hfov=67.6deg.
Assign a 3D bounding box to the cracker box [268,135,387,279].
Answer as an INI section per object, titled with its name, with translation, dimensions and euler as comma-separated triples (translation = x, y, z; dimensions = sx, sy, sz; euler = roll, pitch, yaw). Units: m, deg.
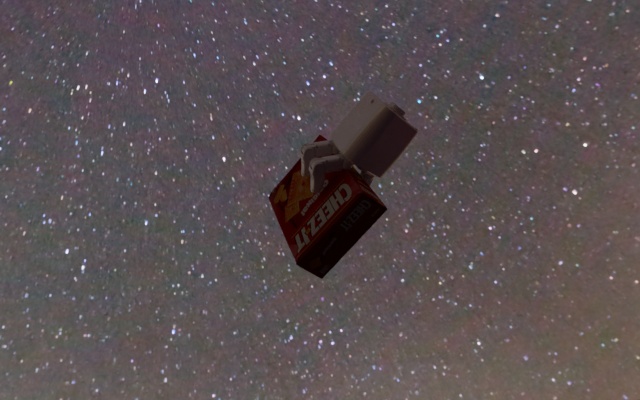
[cracker box]
translation = 0.000, 0.003, 0.841
dimensions = 0.072, 0.164, 0.213
euler = 32, 16, -34
